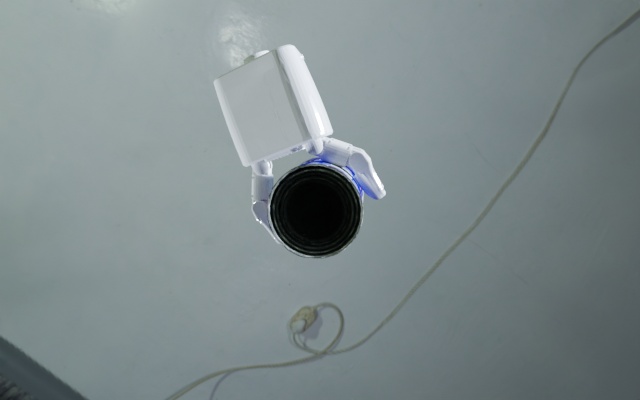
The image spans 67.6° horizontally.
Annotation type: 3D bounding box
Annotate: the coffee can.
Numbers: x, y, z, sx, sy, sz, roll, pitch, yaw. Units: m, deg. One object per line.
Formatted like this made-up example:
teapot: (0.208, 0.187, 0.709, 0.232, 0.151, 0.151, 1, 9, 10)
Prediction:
coffee can: (0.000, 0.002, 0.568, 0.103, 0.103, 0.140, 0, 9, 5)
